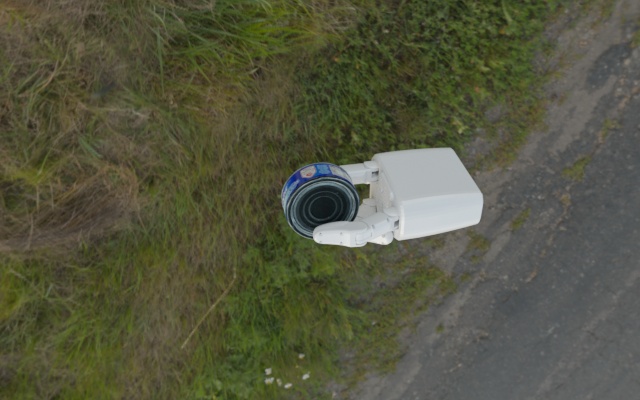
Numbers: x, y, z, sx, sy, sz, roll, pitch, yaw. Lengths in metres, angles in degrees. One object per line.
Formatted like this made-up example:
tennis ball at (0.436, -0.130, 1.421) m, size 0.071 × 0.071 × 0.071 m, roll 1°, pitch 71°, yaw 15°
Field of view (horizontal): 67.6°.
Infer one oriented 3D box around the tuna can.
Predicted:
tuna can at (0.000, 0.002, 0.539) m, size 0.086 × 0.086 × 0.033 m, roll 0°, pitch 32°, yaw -14°
